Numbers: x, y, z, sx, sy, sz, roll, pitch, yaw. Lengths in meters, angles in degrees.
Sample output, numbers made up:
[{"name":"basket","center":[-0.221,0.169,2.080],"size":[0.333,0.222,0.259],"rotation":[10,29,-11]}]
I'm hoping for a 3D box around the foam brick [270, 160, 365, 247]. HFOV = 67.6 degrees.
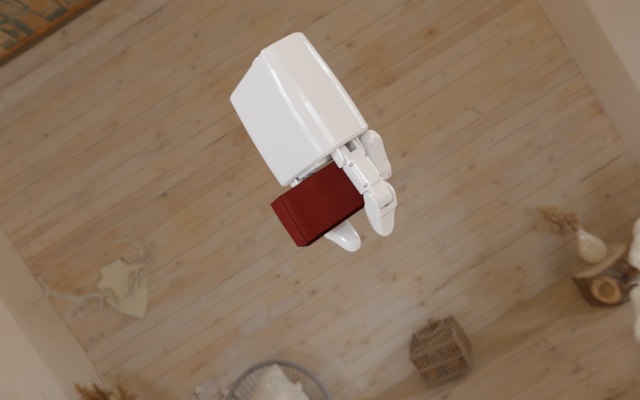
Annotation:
[{"name":"foam brick","center":[0.000,0.002,0.449],"size":[0.078,0.051,0.053],"rotation":[-34,2,-17]}]
